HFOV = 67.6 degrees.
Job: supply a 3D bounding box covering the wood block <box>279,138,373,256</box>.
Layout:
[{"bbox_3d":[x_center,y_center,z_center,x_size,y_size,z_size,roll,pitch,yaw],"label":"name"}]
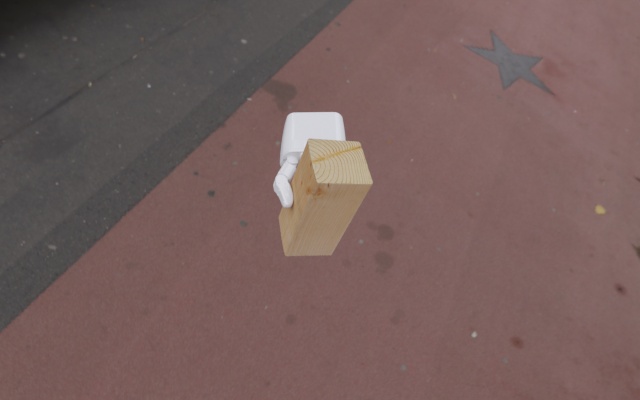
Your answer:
[{"bbox_3d":[0.000,0.002,0.793,0.091,0.090,0.206,1,-37,-19],"label":"wood block"}]
